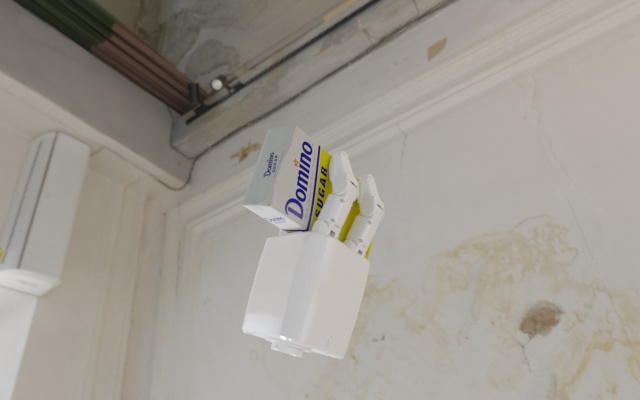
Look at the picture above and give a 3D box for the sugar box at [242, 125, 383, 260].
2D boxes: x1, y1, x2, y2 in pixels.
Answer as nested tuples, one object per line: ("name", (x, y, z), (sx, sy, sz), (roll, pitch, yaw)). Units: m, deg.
("sugar box", (0.001, 0.002, 0.533), (0.048, 0.093, 0.176), (0, -25, 39))
